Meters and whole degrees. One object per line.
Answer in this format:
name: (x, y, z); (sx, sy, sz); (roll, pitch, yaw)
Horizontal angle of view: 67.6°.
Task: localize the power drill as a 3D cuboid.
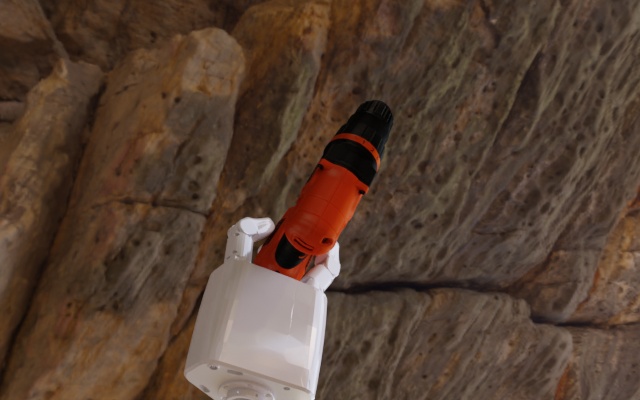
power drill: (0.000, 0.002, 0.490); (0.057, 0.184, 0.188); (32, -36, -1)
